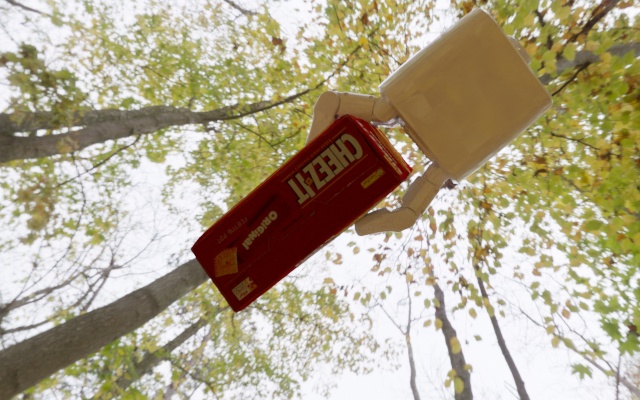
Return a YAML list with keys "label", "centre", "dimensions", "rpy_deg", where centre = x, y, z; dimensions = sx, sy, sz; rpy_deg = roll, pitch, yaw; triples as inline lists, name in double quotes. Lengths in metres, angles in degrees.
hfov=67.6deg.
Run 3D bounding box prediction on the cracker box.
- label: "cracker box"
  centre: [0.000, 0.002, 0.447]
  dimensions: [0.164, 0.072, 0.213]
  rpy_deg: [-40, -5, 13]
